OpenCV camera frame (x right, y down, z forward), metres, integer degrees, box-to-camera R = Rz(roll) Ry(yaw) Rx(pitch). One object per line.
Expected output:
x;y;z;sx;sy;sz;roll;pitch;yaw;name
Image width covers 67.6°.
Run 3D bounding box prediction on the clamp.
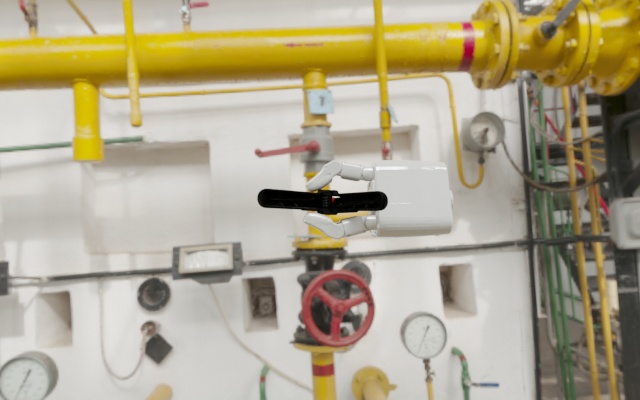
0.000;0.001;0.686;0.164;0.036;0.210;3;-2;-1;clamp
